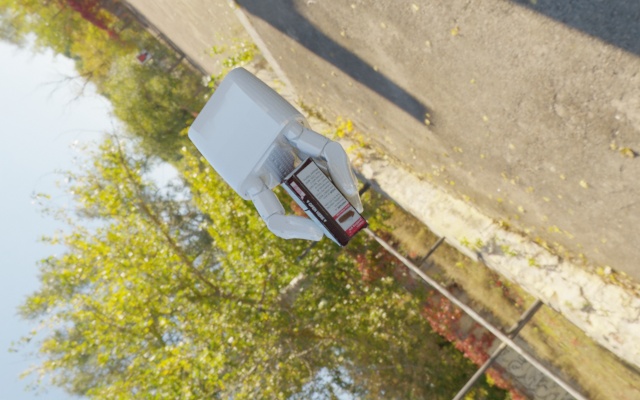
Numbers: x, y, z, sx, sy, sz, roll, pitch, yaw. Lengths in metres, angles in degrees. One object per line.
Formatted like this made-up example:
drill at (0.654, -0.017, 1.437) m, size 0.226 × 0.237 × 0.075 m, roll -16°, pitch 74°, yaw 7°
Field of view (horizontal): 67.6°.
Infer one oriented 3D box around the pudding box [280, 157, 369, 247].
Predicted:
pudding box at (0.000, 0.002, 0.511) m, size 0.039 × 0.090 × 0.113 m, roll -43°, pitch 5°, yaw -3°
